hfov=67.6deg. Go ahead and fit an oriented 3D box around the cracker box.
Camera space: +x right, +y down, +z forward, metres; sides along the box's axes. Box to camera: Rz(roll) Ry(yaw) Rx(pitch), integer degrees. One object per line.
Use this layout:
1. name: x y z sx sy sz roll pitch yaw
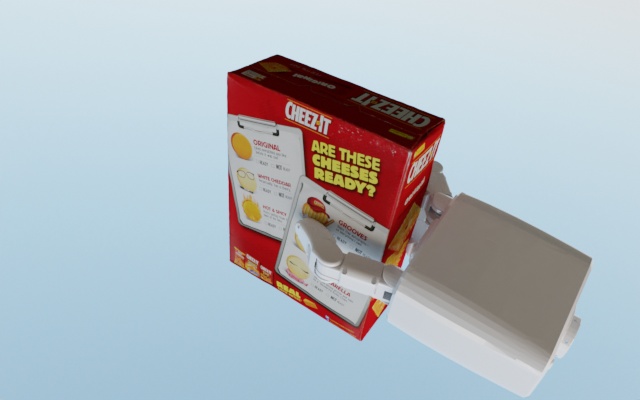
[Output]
1. cracker box: 0.000 0.002 0.425 0.164 0.214 0.072 27 42 22
